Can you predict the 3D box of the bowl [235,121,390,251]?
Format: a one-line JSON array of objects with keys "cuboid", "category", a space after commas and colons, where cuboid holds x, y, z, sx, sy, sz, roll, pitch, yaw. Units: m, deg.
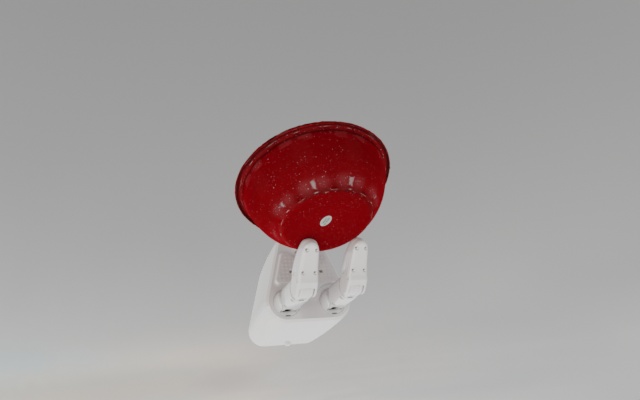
[{"cuboid": [0.000, 0.001, 0.469, 0.162, 0.055, 0.162, -11, -41, -9], "category": "bowl"}]
